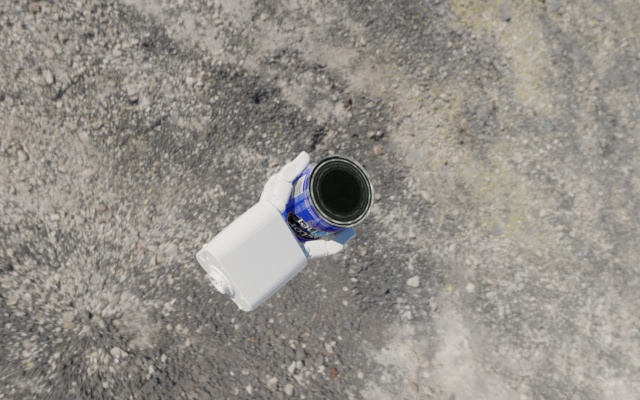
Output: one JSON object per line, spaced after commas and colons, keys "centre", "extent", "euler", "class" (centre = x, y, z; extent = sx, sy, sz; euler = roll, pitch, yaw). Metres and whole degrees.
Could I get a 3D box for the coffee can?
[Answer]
{"centre": [0.000, 0.002, 0.708], "extent": [0.103, 0.102, 0.140], "euler": [0, -13, -26], "class": "coffee can"}
